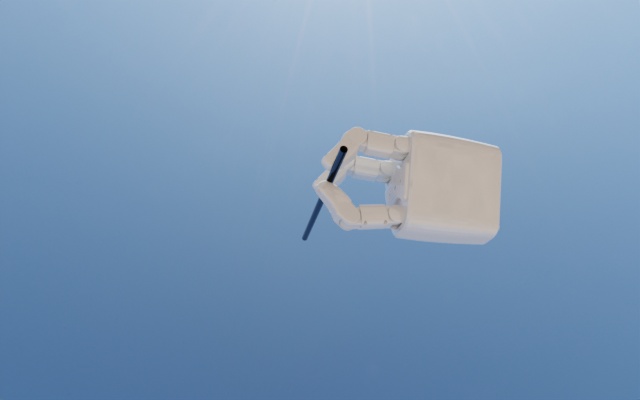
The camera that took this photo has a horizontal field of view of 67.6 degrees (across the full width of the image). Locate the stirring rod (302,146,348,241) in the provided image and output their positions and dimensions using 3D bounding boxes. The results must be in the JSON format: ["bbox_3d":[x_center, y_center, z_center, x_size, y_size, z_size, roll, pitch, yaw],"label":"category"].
[{"bbox_3d":[0.000,0.002,0.561,0.011,0.011,0.240,0,-25,-12],"label":"stirring rod"}]
